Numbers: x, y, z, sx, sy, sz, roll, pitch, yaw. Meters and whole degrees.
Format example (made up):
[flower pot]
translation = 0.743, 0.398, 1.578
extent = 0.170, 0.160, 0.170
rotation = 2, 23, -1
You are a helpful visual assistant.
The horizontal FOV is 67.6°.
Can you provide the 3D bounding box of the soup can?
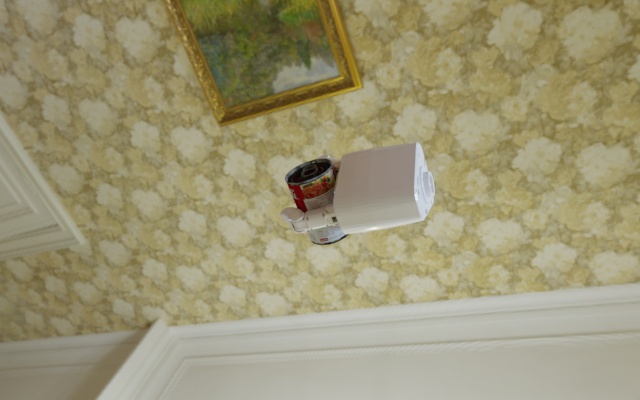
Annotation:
[soup can]
translation = 0.000, 0.003, 0.663
extent = 0.068, 0.102, 0.068
rotation = -17, 26, 8
